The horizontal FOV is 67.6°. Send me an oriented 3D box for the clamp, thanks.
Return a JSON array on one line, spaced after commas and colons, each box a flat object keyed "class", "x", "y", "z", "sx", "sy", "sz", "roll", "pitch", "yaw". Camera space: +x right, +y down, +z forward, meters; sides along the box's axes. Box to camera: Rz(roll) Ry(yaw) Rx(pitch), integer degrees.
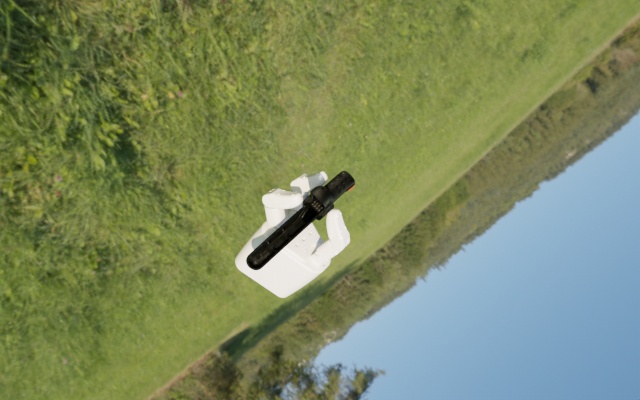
[{"class": "clamp", "x": 0.001, "y": 0.003, "z": 0.648, "sx": 0.165, "sy": 0.036, "sz": 0.210, "roll": -44, "pitch": -3, "yaw": 41}]
